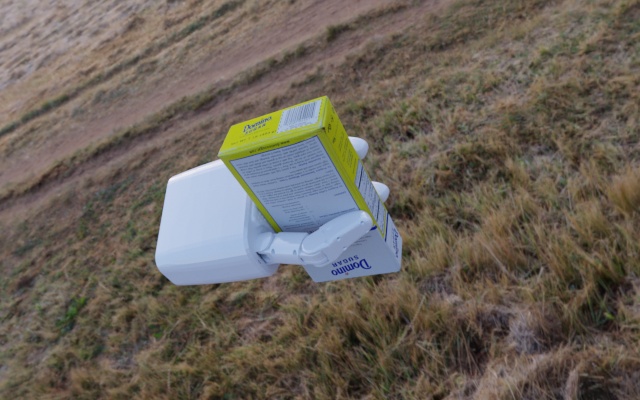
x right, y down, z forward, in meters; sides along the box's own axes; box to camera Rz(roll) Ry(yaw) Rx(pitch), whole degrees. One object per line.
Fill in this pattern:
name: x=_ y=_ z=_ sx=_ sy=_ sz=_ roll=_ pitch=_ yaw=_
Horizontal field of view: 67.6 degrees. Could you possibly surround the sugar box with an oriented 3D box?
sugar box: x=0.000 y=0.001 z=0.419 sx=0.093 sy=0.048 sz=0.176 roll=-12 pitch=-46 yaw=24
